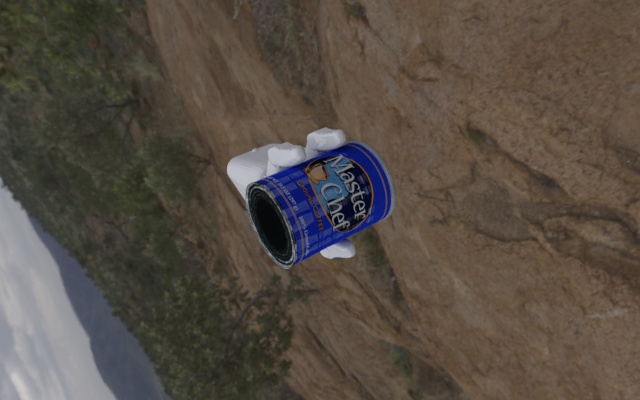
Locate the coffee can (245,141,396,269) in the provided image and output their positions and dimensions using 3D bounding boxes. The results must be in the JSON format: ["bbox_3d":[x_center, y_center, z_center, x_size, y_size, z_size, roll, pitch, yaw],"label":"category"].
[{"bbox_3d":[0.000,0.002,0.548,0.140,0.103,0.103,-25,12,-27],"label":"coffee can"}]
